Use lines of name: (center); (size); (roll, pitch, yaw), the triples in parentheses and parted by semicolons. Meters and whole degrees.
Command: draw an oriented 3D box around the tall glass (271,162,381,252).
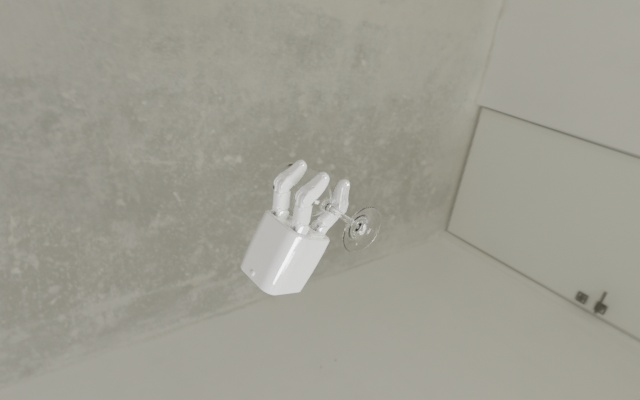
tall glass: (0.001, 0.003, 0.758); (0.079, 0.079, 0.201); (0, 24, -42)
